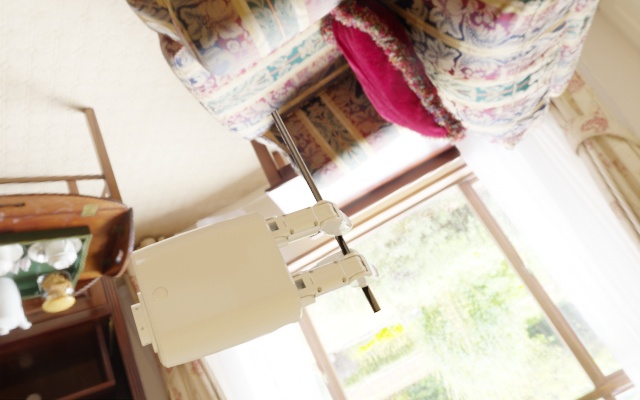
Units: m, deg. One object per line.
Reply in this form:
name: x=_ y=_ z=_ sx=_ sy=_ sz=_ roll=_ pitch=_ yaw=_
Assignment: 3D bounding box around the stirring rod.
stirring rod: x=0.000 y=0.002 z=0.474 sx=0.011 sy=0.239 sz=0.011 roll=-23 pitch=-25 yaw=-11
